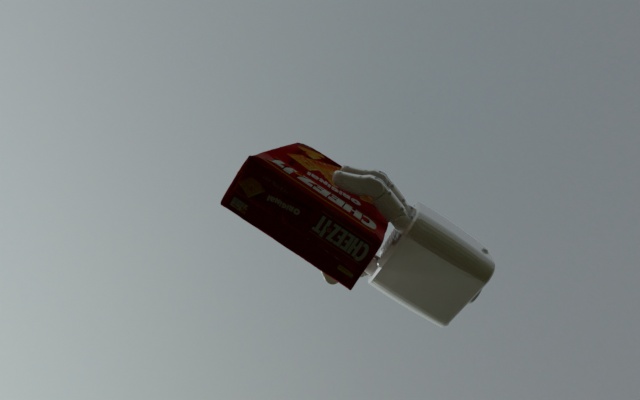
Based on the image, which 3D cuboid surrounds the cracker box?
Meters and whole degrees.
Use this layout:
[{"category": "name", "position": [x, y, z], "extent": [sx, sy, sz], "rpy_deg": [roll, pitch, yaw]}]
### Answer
[{"category": "cracker box", "position": [0.000, 0.002, 0.580], "extent": [0.164, 0.072, 0.213], "rpy_deg": [33, 15, 4]}]
